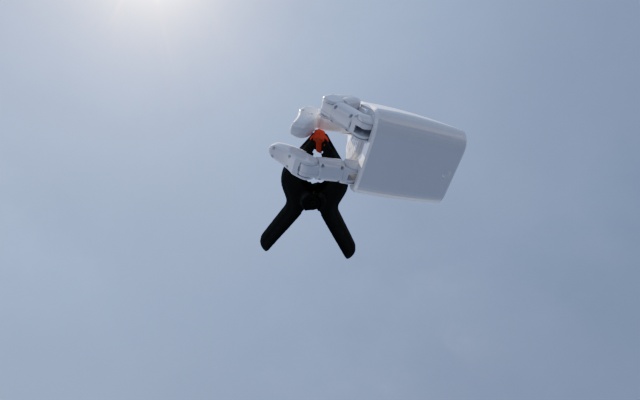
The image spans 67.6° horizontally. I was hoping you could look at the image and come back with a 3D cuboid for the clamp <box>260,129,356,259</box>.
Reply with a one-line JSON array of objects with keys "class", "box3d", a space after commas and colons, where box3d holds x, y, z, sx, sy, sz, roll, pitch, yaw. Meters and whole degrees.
[{"class": "clamp", "box3d": [0.000, 0.001, 0.575, 0.120, 0.172, 0.039, 10, 32, -11]}]
